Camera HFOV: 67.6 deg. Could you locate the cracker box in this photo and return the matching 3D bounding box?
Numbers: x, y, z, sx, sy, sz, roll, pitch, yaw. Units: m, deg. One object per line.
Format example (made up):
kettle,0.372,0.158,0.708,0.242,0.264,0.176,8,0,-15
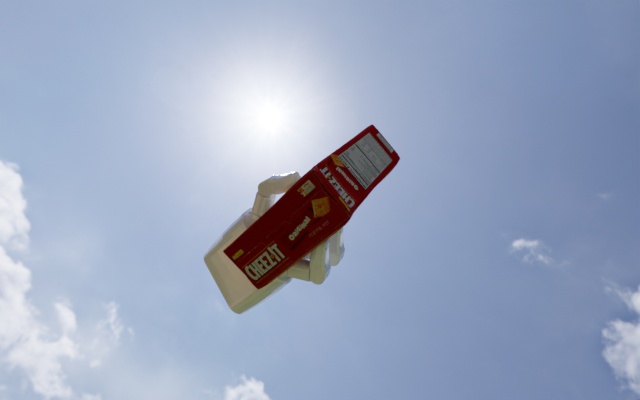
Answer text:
cracker box,0.000,0.002,0.601,0.164,0.072,0.213,-41,1,31
